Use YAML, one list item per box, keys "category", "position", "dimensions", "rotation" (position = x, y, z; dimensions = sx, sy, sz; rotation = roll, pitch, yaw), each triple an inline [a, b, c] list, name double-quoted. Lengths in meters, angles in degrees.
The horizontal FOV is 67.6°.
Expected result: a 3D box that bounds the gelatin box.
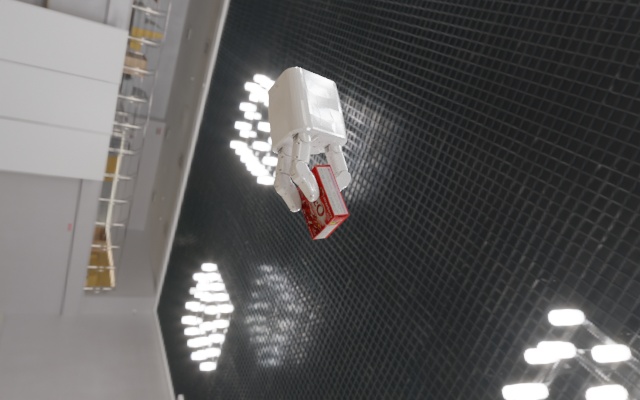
- category: "gelatin box"
  position: [0.001, 0.003, 0.707]
  dimensions: [0.030, 0.089, 0.073]
  rotation: [-5, -27, -33]
